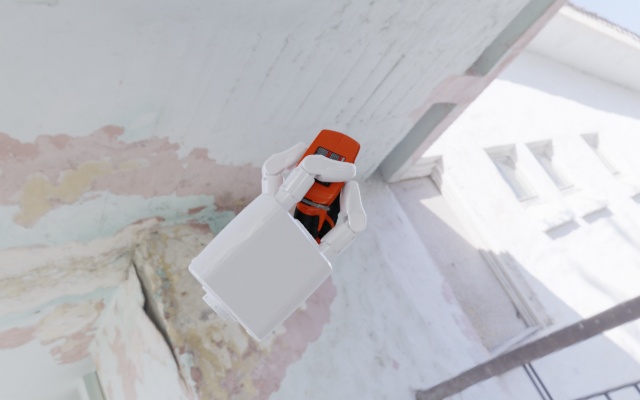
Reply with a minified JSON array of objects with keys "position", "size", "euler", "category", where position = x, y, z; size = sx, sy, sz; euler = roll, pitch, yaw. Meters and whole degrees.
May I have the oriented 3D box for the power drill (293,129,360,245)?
[{"position":[0.000,0.002,0.611],"size":[0.057,0.184,0.188],"euler":[22,-38,8],"category":"power drill"}]
